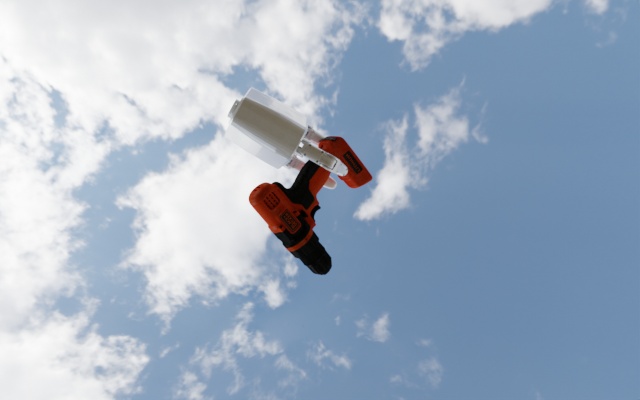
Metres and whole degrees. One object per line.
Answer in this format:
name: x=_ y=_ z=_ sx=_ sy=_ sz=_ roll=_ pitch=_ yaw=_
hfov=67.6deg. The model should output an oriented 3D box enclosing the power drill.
power drill: x=0.000 y=0.002 z=0.772 sx=0.187 sy=0.184 sz=0.057 roll=-48 pitch=25 yaw=-22
